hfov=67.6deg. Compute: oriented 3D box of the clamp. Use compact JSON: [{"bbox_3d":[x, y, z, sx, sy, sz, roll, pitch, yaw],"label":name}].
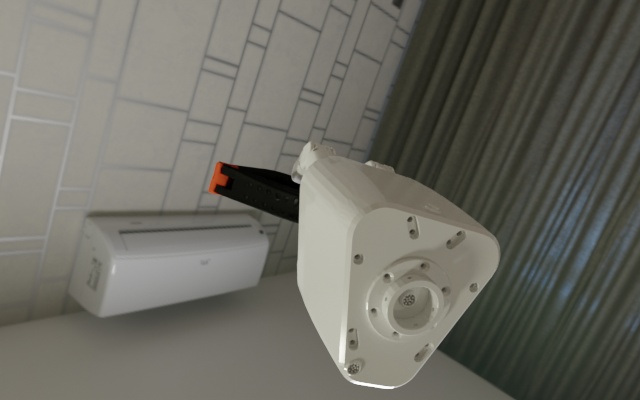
[{"bbox_3d":[-0.001,0.002,0.454,0.210,0.036,0.164,16,11,-18],"label":"clamp"}]
